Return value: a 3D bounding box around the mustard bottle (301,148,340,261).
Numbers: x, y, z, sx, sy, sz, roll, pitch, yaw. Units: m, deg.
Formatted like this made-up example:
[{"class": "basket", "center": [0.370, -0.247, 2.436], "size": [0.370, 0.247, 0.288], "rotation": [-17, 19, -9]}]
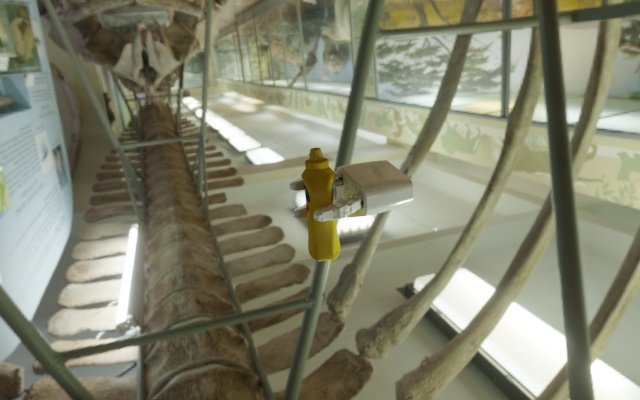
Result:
[{"class": "mustard bottle", "center": [0.000, 0.003, 0.839], "size": [0.058, 0.192, 0.096], "rotation": [-5, 17, 0]}]
